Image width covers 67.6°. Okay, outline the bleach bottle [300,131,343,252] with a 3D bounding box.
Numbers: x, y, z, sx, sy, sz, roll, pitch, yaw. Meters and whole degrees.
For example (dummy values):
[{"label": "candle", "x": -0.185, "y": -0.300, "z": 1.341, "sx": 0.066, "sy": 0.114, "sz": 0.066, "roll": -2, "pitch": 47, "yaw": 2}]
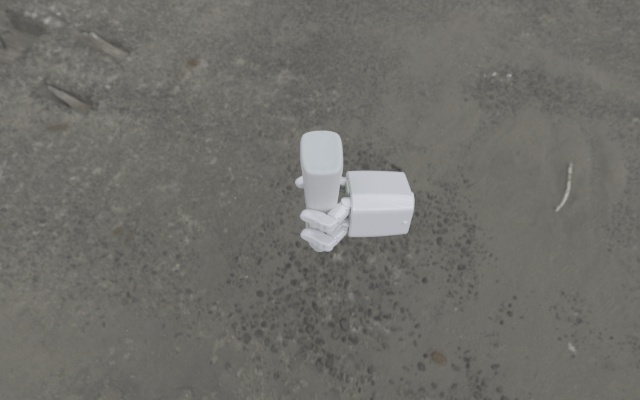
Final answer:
[{"label": "bleach bottle", "x": 0.000, "y": 0.003, "z": 0.845, "sx": 0.068, "sy": 0.102, "sz": 0.251, "roll": -1, "pitch": -39, "yaw": -2}]
